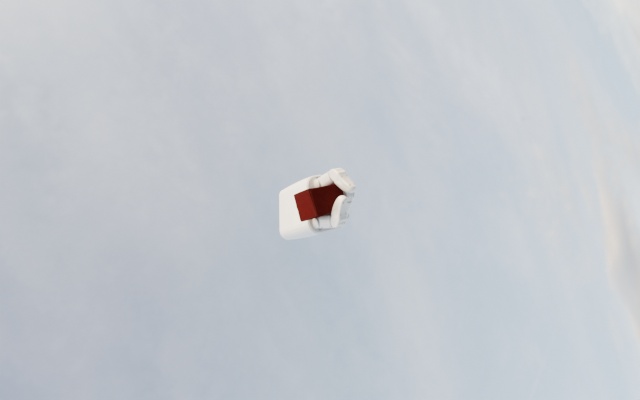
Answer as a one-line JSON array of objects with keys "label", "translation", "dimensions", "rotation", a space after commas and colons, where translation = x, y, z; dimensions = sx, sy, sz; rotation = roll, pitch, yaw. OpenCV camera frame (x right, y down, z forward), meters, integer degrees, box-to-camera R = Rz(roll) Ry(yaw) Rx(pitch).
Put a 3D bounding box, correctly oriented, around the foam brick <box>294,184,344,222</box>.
[{"label": "foam brick", "translation": [0.000, 0.003, 0.866], "dimensions": [0.078, 0.053, 0.051], "rotation": [-12, -4, -41]}]
